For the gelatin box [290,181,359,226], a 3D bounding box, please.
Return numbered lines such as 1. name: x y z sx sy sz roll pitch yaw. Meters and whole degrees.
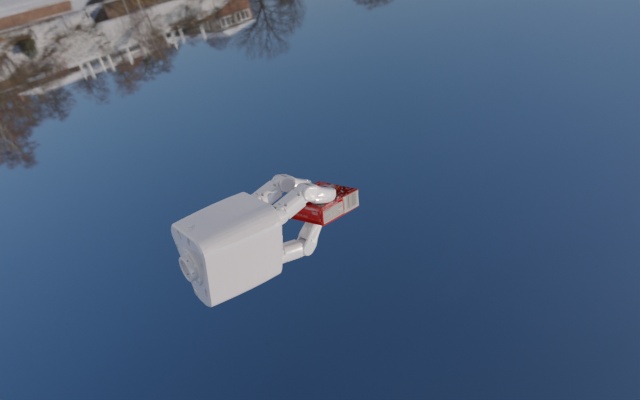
1. gelatin box: 0.000 0.003 0.677 0.073 0.030 0.089 13 26 37
